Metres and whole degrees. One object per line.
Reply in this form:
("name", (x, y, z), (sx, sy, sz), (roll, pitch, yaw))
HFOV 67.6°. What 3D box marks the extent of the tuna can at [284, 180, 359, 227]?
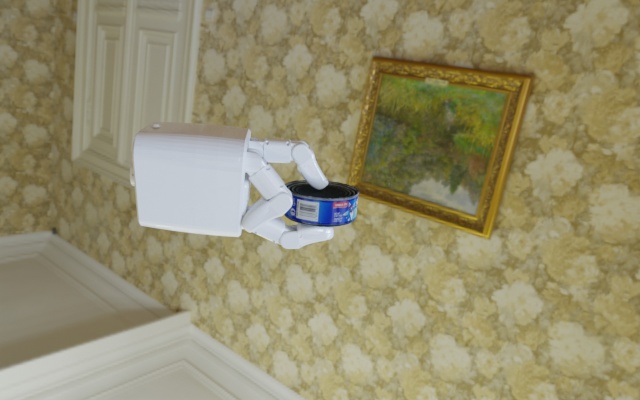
("tuna can", (0.000, 0.002, 0.547), (0.086, 0.034, 0.086), (4, 15, -1))
